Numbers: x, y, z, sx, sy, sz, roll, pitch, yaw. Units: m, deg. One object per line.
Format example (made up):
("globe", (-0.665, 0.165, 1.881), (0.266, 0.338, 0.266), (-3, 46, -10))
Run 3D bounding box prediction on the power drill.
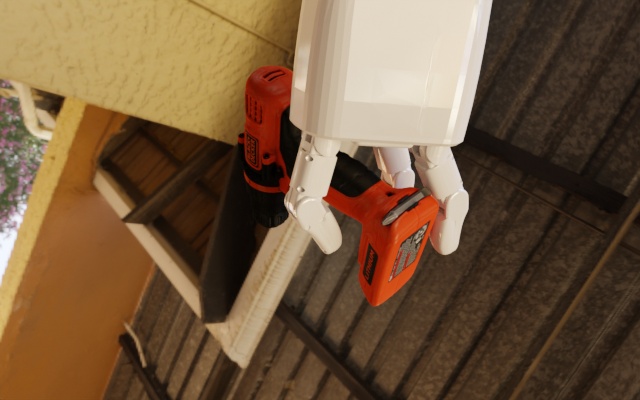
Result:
("power drill", (0.000, 0.001, 0.412), (0.057, 0.185, 0.187), (-35, 61, -30))
